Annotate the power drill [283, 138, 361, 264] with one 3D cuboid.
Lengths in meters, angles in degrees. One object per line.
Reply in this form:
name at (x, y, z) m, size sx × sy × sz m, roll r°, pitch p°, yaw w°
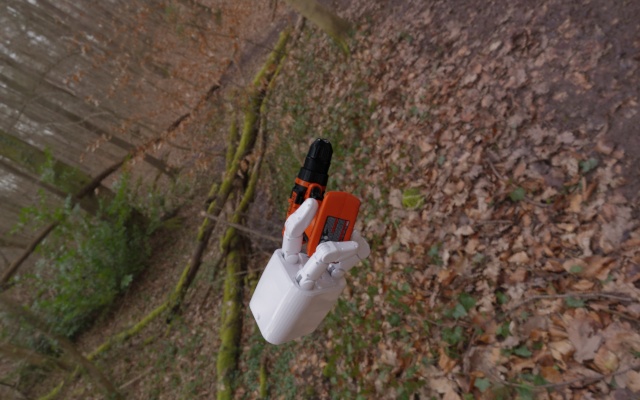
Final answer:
power drill at (0.000, 0.003, 0.737) m, size 0.057 × 0.184 × 0.187 m, roll 12°, pitch 11°, yaw -18°
